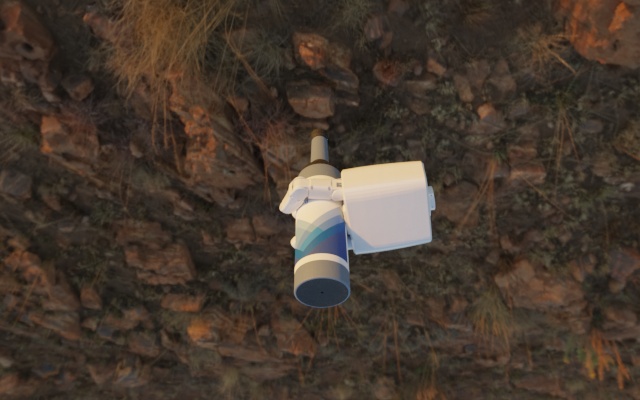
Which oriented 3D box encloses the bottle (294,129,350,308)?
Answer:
[{"bbox_3d":[0.000,0.002,0.661,0.069,0.295,0.069,-1,-43,-1],"label":"bottle"}]
